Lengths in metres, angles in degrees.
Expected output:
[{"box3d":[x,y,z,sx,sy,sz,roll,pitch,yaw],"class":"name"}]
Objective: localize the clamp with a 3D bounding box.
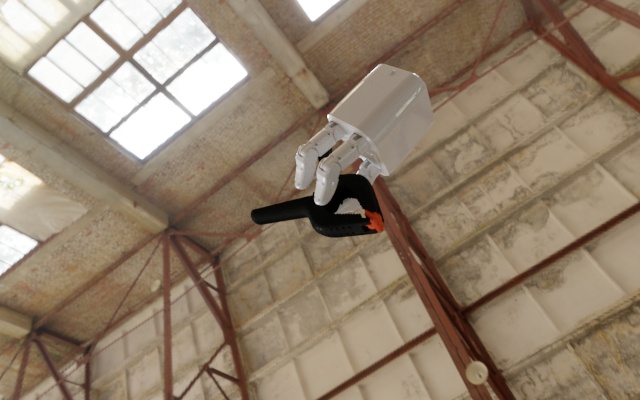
[{"box3d":[0.001,0.003,0.641,0.210,0.164,0.036,37,-9,50],"class":"clamp"}]
